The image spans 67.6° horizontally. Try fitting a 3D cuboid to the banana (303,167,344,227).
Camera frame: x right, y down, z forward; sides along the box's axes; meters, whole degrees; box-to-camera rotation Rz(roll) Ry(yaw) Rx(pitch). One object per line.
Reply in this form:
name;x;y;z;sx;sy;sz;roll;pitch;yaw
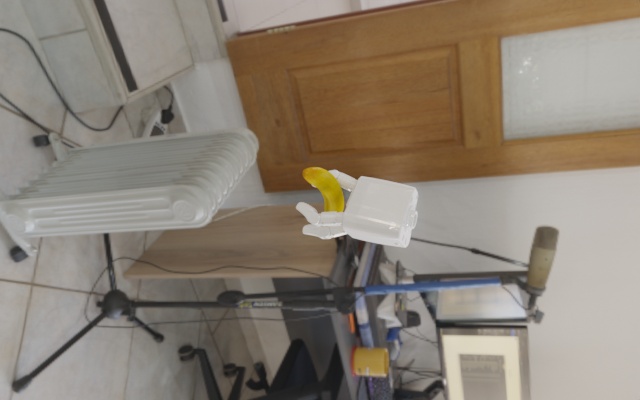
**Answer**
banana;0.012;-0.008;0.893;0.037;0.069;0.198;28;-27;28
